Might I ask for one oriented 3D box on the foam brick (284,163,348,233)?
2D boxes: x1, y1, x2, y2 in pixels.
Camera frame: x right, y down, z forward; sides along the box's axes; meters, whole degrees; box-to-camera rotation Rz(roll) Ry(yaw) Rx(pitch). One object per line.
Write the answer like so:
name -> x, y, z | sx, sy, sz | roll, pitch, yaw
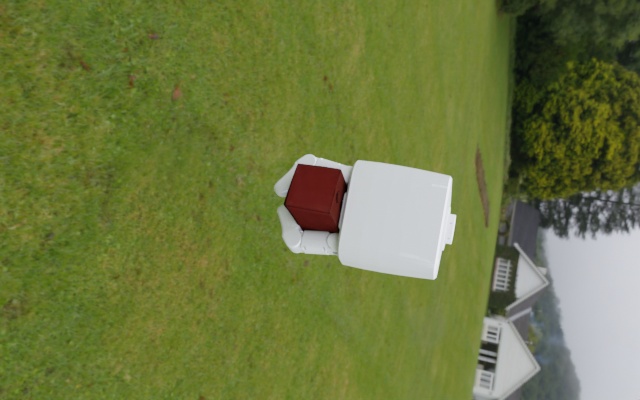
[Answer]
foam brick -> 0.000, 0.002, 0.527 | 0.051, 0.053, 0.078 | 9, -22, 18
